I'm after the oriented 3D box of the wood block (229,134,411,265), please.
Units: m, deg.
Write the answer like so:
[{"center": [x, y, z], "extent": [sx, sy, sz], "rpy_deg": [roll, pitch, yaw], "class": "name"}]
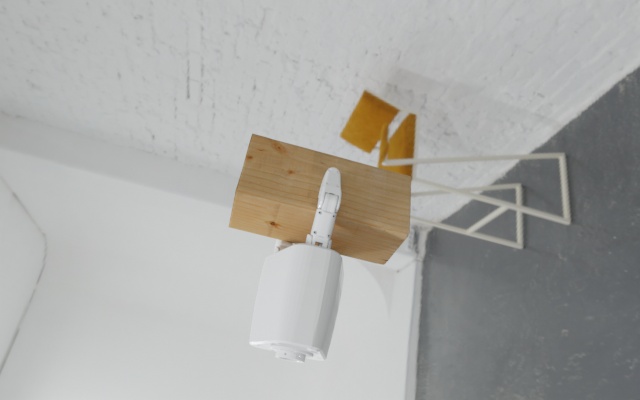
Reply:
[{"center": [0.000, 0.002, 0.599], "extent": [0.206, 0.090, 0.091], "rpy_deg": [15, -35, -8], "class": "wood block"}]
